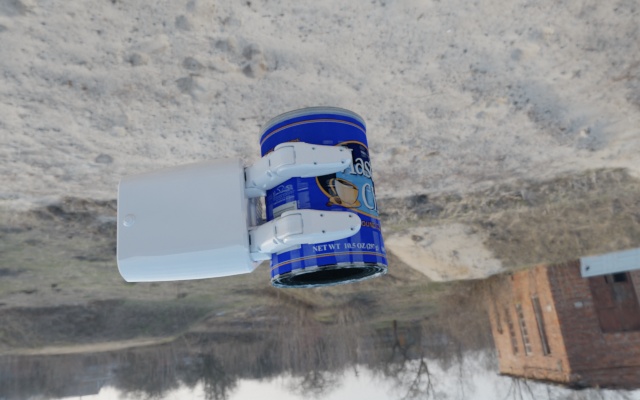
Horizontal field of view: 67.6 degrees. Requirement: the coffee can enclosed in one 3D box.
[{"bbox_3d":[0.000,0.001,0.434,0.103,0.140,0.103,-6,-17,-2],"label":"coffee can"}]
